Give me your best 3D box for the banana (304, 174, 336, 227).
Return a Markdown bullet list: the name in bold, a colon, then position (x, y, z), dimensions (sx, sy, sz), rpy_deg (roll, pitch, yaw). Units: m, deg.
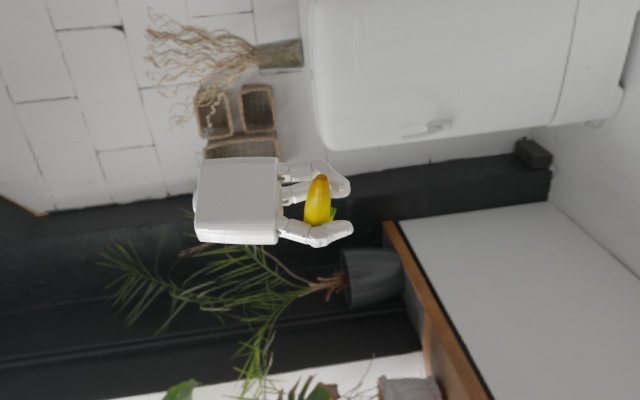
- **banana**: position (-0.002, 0.021, 0.671), dimensions (0.037, 0.069, 0.198), rpy_deg (8, -13, 5)
